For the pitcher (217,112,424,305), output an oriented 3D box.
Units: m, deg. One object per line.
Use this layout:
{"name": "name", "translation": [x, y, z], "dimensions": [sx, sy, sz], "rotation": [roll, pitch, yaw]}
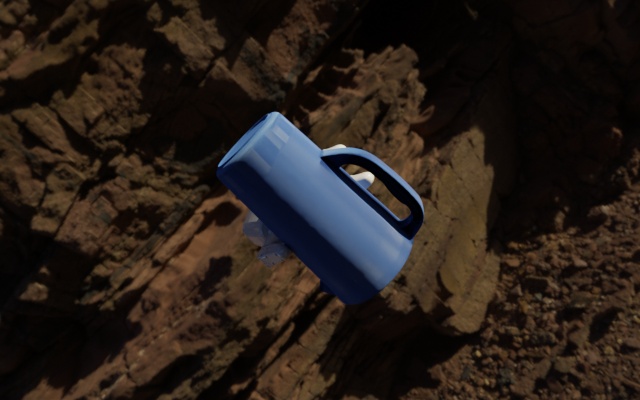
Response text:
{"name": "pitcher", "translation": [0.000, 0.002, 0.598], "dimensions": [0.243, 0.149, 0.145], "rotation": [44, -19, -16]}
